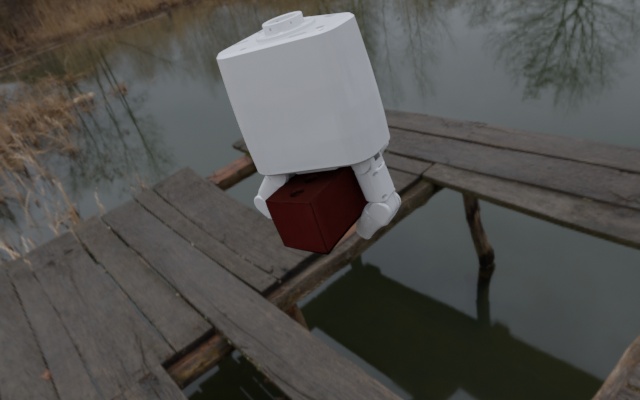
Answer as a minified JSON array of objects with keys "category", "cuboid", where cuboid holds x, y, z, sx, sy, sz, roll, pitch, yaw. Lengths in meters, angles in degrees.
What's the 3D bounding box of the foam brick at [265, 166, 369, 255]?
[{"category":"foam brick","cuboid":[0.000,0.002,0.420,0.053,0.051,0.078,4,36,39]}]
